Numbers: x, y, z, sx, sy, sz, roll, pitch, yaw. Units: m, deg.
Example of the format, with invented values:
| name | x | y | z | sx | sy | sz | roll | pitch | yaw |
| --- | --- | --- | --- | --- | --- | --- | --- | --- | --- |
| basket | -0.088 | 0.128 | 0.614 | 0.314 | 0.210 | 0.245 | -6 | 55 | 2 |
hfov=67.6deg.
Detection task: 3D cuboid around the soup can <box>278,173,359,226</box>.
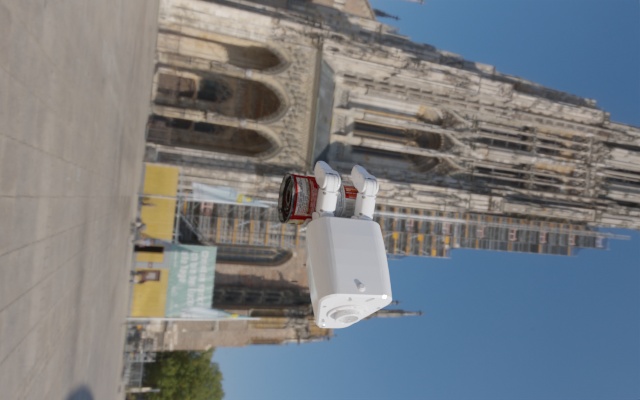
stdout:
| name | x | y | z | sx | sy | sz | roll | pitch | yaw |
| --- | --- | --- | --- | --- | --- | --- | --- | --- | --- |
| soup can | 0.000 | 0.002 | 0.650 | 0.102 | 0.068 | 0.068 | 6 | -2 | -20 |
